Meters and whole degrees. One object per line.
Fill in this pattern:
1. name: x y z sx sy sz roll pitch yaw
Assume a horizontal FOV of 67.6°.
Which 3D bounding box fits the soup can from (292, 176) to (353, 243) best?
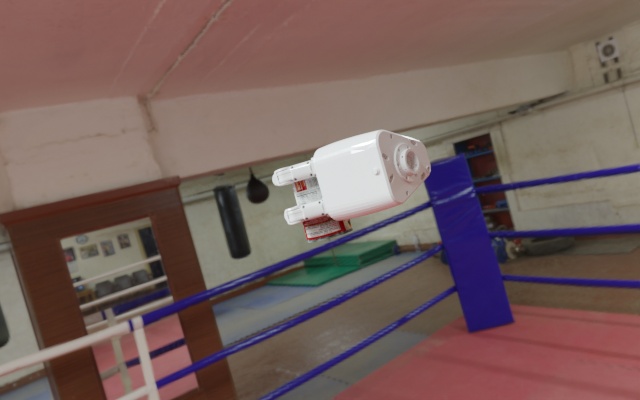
1. soup can: 0.000 0.002 0.682 0.068 0.102 0.068 -16 1 0
